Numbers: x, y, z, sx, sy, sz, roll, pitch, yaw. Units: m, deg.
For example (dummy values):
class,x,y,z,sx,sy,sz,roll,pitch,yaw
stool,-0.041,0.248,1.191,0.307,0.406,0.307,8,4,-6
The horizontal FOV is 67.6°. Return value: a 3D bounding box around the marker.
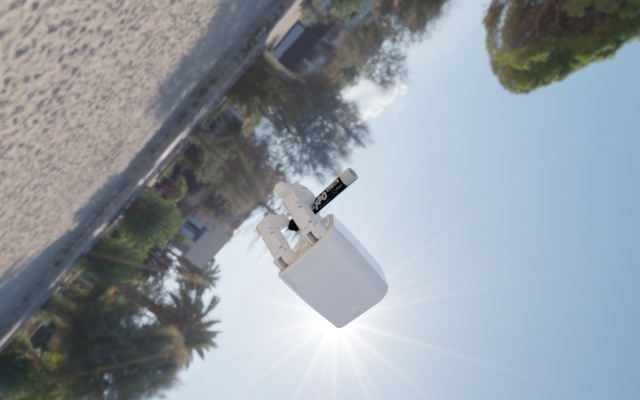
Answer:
class,x,y,z,sx,sy,sz,roll,pitch,yaw
marker,0.000,0.002,0.621,0.121,0.020,0.020,-41,-20,25
